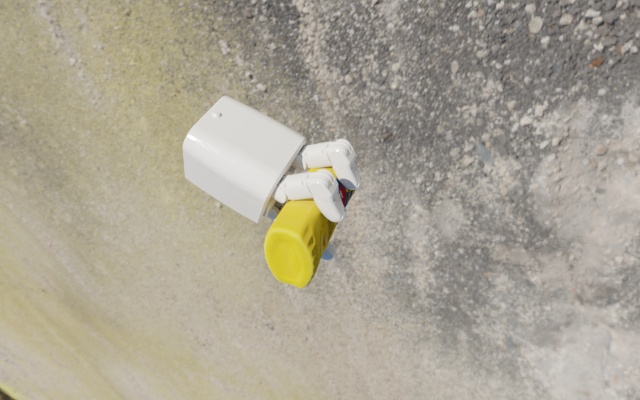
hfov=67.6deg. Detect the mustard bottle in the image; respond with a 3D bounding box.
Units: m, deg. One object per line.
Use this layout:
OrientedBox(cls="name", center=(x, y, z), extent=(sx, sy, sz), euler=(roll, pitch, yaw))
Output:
OrientedBox(cls="mustard bottle", center=(0.000, 0.002, 0.560), extent=(0.058, 0.096, 0.191), euler=(14, 46, 17))
